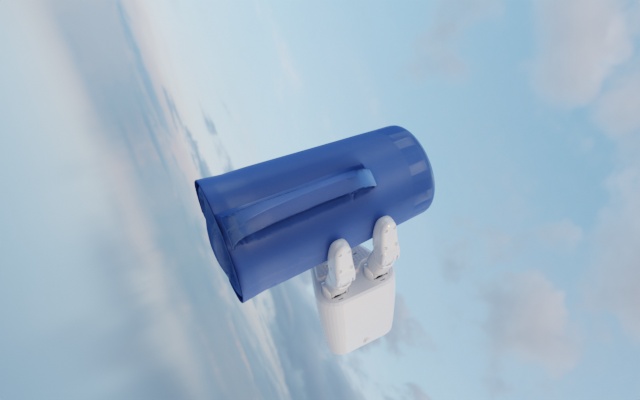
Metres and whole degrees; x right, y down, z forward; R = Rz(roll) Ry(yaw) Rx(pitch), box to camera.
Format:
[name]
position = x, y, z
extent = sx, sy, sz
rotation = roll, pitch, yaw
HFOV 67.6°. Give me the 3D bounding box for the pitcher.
[pitcher]
position = 0.000, 0.002, 0.508
extent = 0.243, 0.145, 0.149
rotation = -21, 39, -17
